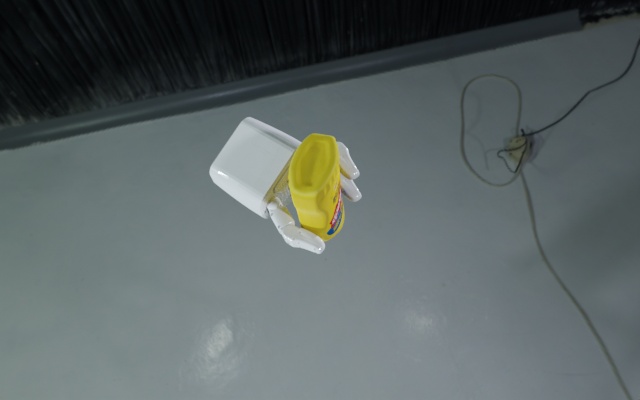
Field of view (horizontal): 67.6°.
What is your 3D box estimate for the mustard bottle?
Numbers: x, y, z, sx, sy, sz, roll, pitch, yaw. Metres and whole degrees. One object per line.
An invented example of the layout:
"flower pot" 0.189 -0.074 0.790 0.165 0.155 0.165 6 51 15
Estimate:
"mustard bottle" 0.000 0.002 0.656 0.058 0.096 0.192 9 -29 11
